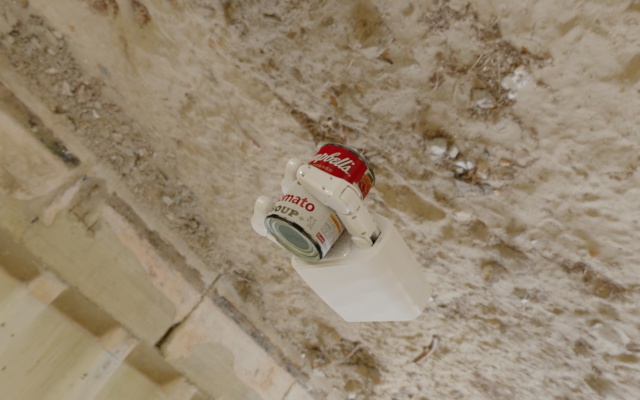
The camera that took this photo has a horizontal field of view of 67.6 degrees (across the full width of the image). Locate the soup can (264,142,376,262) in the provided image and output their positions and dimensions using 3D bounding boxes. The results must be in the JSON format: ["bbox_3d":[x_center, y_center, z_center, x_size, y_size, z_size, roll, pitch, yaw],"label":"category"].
[{"bbox_3d":[0.000,0.001,0.472,0.068,0.102,0.068,29,-26,16],"label":"soup can"}]
